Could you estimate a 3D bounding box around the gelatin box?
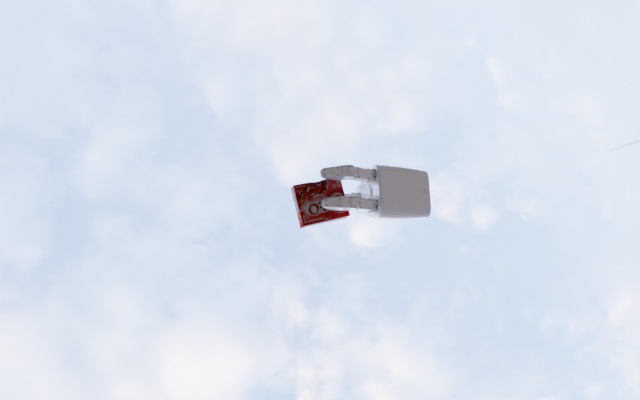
[{"bbox_3d":[0.000,0.003,0.828,0.089,0.073,0.030,-11,-8,-17],"label":"gelatin box"}]
